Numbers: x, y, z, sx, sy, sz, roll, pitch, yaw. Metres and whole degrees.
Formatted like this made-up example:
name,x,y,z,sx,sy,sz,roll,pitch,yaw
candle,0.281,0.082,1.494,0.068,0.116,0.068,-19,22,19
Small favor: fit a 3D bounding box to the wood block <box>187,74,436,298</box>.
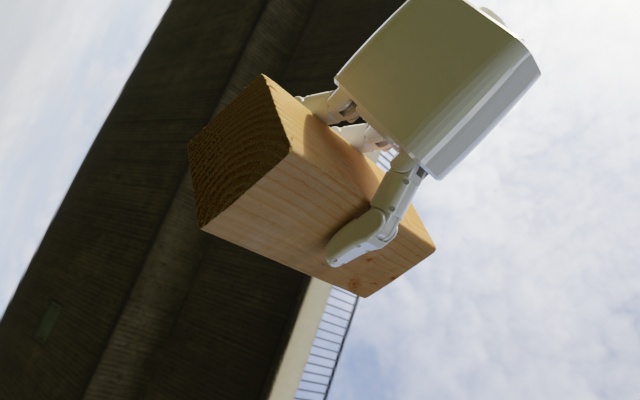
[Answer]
name,x,y,z,sx,sy,sz,roll,pitch,yaw
wood block,0.001,0.001,0.406,0.090,0.090,0.206,-38,-42,20
